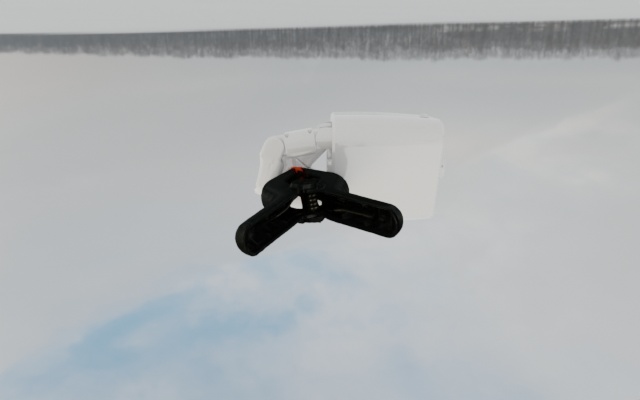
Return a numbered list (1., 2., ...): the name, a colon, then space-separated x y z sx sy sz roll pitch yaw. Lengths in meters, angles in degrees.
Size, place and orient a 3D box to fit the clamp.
1. clamp: 0.000 0.002 0.404 0.120 0.039 0.171 1 19 0
